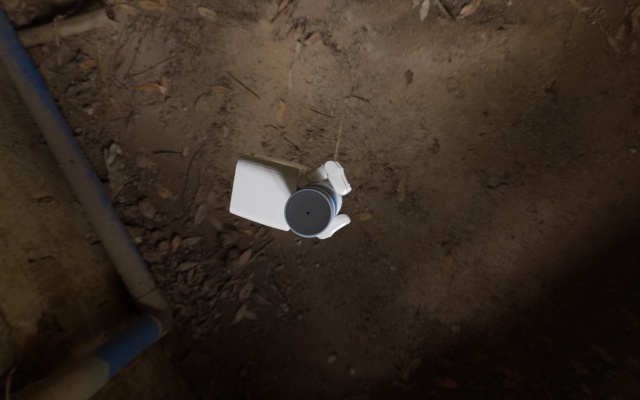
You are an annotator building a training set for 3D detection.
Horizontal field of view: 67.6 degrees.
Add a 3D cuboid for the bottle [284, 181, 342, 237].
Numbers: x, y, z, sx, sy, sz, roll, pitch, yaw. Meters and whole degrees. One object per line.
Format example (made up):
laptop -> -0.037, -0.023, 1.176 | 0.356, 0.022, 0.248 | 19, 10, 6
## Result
bottle -> 0.000, 0.003, 0.785 | 0.069, 0.069, 0.295 | 0, 6, 7
